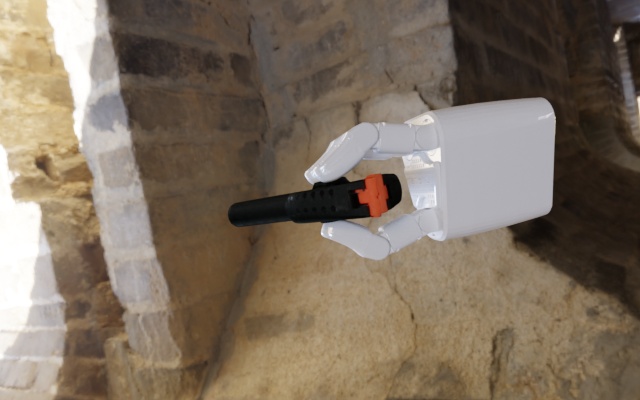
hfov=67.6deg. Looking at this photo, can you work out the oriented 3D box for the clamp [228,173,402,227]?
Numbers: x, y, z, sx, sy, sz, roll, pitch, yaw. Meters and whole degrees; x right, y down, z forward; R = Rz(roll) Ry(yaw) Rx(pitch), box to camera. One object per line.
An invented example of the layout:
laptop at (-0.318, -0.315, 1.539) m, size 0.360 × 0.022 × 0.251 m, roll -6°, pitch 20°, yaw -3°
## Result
clamp at (0.001, 0.002, 0.413) m, size 0.164 × 0.036 × 0.210 m, roll -12°, pitch 2°, yaw -9°
